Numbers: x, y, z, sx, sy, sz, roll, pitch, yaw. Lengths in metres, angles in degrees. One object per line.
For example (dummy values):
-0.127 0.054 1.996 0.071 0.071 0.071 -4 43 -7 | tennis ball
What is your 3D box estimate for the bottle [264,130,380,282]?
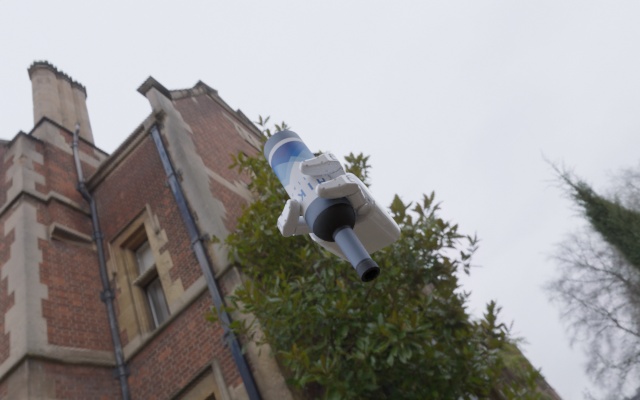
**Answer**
0.000 0.002 0.691 0.069 0.069 0.295 0 38 -33 | bottle
